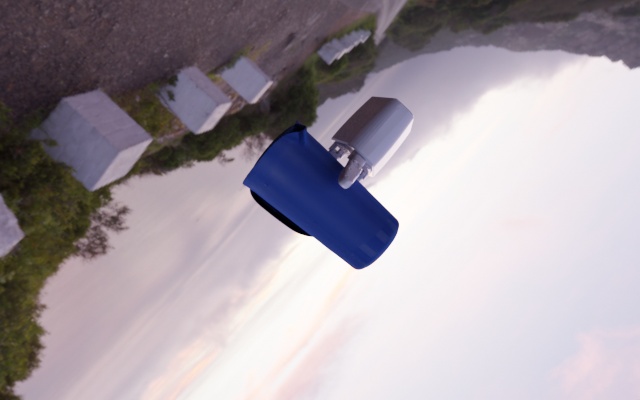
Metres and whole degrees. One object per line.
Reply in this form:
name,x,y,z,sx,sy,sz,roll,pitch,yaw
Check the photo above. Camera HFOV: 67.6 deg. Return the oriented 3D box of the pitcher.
pitcher,0.000,0.002,0.775,0.243,0.145,0.149,41,-2,-5
